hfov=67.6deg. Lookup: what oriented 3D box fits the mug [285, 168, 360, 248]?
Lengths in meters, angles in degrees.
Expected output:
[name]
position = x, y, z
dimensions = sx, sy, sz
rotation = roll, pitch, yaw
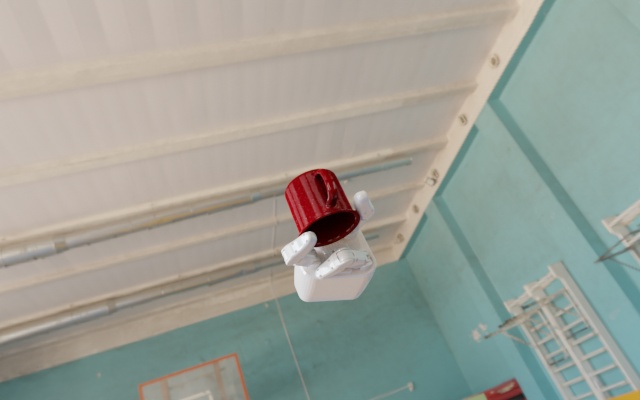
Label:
[mug]
position = 0.000, 0.001, 0.671
dimensions = 0.093, 0.081, 0.117
rotation = -14, -31, -17
